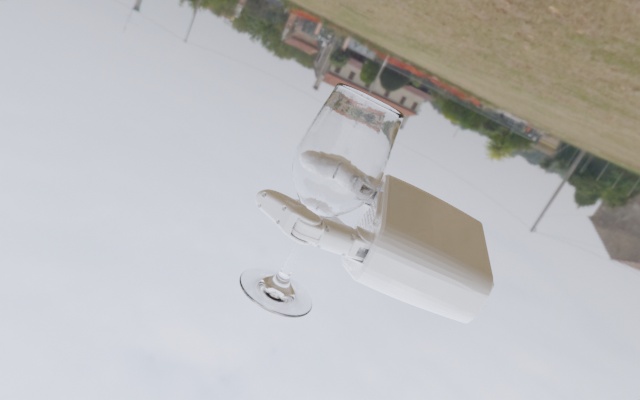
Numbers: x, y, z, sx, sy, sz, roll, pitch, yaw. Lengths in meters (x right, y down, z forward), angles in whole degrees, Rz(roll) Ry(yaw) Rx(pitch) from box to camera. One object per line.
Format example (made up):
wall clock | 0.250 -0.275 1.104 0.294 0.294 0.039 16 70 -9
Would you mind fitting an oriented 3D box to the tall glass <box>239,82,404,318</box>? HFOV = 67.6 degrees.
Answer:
tall glass | 0.000 0.002 0.423 0.079 0.201 0.079 23 17 -8
